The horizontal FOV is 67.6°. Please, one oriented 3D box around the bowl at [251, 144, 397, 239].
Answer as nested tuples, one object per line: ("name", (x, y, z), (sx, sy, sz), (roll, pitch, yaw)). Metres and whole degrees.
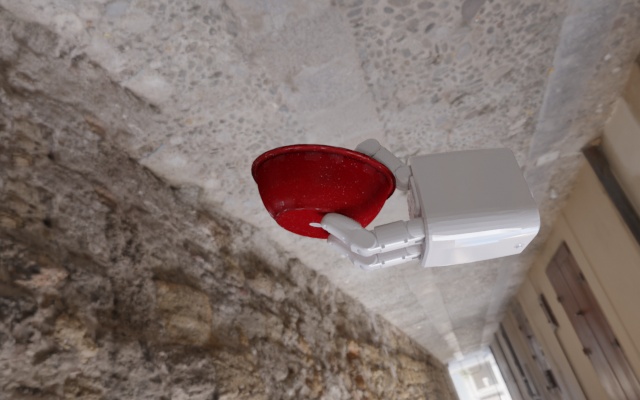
("bowl", (-0.001, 0.002, 0.520), (0.162, 0.055, 0.162), (6, -23, 3))
